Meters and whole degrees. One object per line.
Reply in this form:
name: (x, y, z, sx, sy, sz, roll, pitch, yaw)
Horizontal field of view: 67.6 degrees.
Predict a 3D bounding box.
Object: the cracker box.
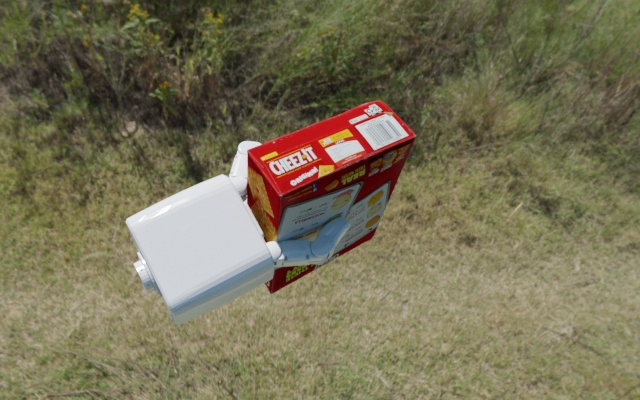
cracker box: (0.000, 0.002, 0.549, 0.164, 0.072, 0.214, -26, -27, -23)
